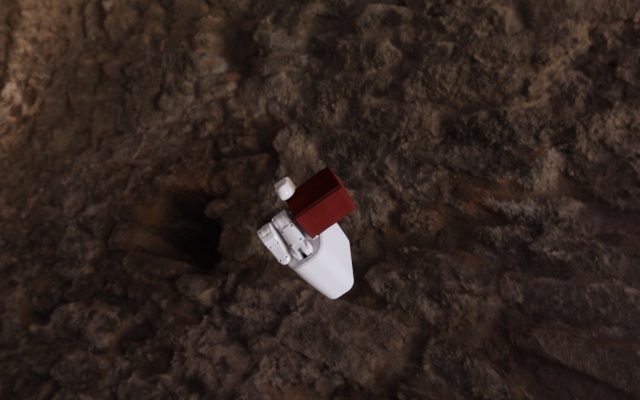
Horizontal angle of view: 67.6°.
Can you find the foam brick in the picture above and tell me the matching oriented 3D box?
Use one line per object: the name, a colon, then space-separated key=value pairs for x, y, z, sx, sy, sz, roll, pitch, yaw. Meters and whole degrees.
foam brick: x=0.000 y=0.002 z=0.655 sx=0.078 sy=0.053 sz=0.051 roll=-35 pitch=-50 yaw=7
